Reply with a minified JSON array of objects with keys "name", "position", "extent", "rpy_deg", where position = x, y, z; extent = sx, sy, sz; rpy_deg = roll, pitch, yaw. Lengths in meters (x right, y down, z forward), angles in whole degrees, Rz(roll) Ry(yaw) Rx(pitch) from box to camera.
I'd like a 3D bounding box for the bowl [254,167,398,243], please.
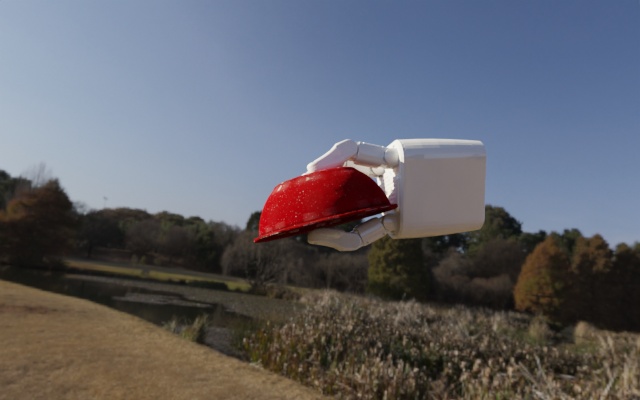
[{"name":"bowl","position":[-0.001,0.002,0.524],"extent":[0.162,0.055,0.162],"rpy_deg":[-14,-5,-1]}]
